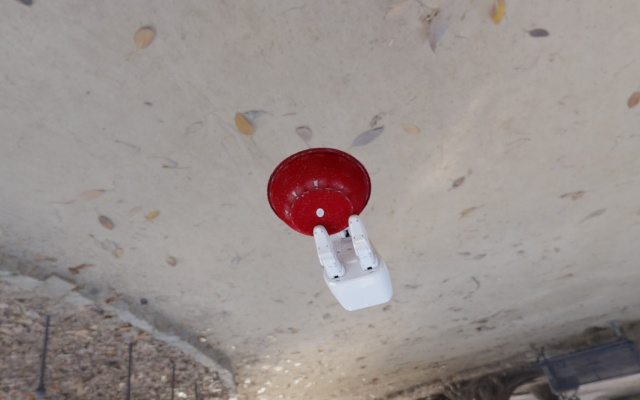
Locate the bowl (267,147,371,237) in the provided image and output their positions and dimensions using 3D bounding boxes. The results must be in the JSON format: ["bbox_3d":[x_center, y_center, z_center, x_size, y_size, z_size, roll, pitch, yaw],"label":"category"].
[{"bbox_3d":[-0.001,0.002,0.715,0.162,0.162,0.055,0,38,-5],"label":"bowl"}]
